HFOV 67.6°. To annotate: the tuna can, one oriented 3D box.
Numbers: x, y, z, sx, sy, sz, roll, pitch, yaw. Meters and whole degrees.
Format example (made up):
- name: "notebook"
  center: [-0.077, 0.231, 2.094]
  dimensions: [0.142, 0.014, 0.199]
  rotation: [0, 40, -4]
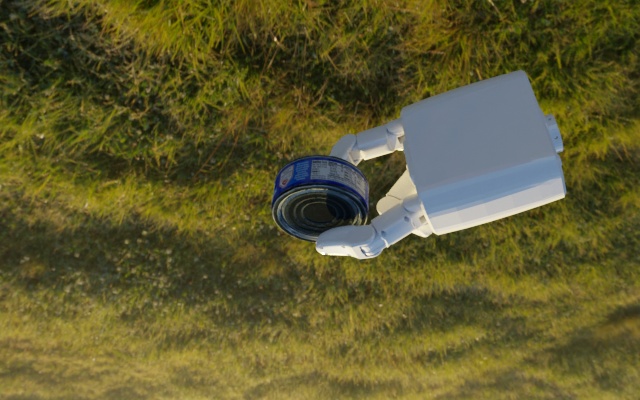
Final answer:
- name: "tuna can"
  center: [0.000, 0.002, 0.421]
  dimensions: [0.086, 0.033, 0.086]
  rotation: [3, -39, 2]
